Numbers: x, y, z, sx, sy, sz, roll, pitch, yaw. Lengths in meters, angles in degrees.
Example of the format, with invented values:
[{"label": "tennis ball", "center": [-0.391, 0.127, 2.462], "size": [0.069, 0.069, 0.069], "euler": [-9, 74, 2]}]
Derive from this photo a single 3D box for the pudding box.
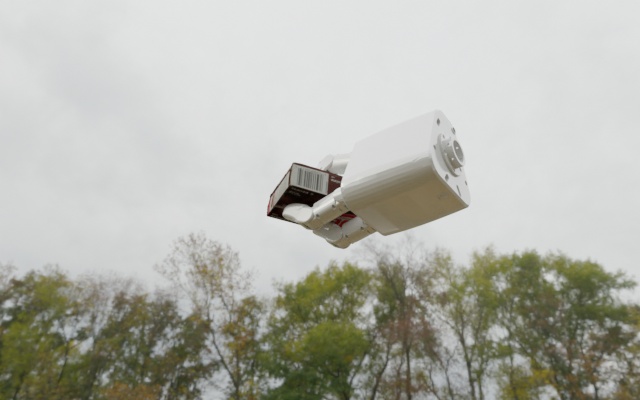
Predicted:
[{"label": "pudding box", "center": [0.000, 0.002, 0.597], "size": [0.113, 0.039, 0.090], "euler": [18, -33, -16]}]
